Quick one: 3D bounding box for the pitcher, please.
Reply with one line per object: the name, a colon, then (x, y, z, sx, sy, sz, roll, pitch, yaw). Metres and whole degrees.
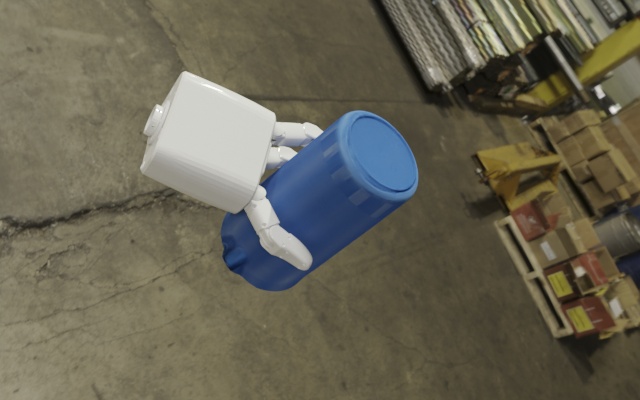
pitcher: (0.000, 0.002, 0.563, 0.145, 0.149, 0.243, 26, -41, -25)
